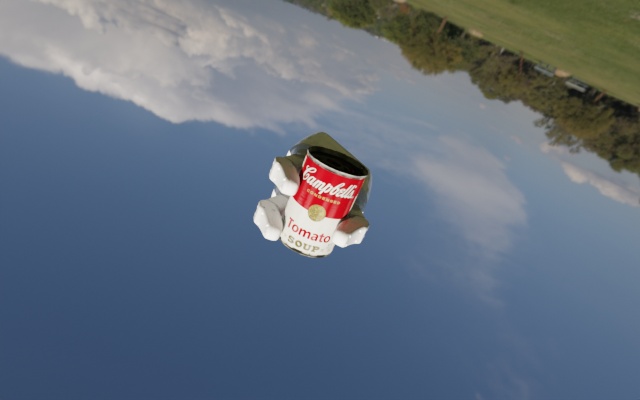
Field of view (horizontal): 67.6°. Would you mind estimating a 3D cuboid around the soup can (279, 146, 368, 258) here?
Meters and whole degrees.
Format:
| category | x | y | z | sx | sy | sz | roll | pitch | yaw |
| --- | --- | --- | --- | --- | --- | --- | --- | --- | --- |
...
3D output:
| category | x | y | z | sx | sy | sz | roll | pitch | yaw |
| --- | --- | --- | --- | --- | --- | --- | --- | --- | --- |
| soup can | 0.000 | 0.002 | 0.515 | 0.068 | 0.102 | 0.068 | 20 | 22 | -8 |
